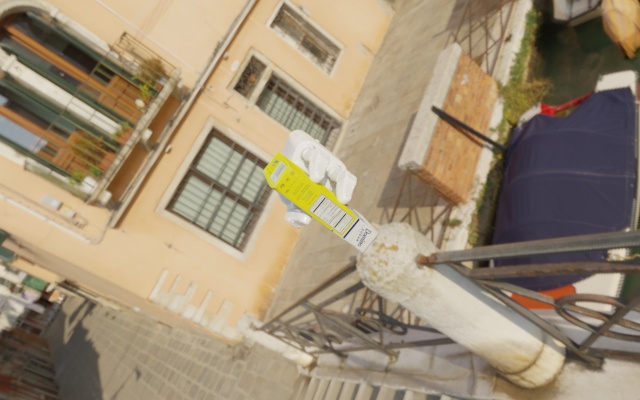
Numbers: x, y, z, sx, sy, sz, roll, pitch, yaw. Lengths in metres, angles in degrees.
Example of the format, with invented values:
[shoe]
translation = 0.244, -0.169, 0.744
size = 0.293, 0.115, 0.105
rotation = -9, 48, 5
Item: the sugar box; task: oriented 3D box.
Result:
[sugar box]
translation = 0.000, 0.002, 0.716
size = 0.176, 0.048, 0.093
rotation = 34, 7, -22
